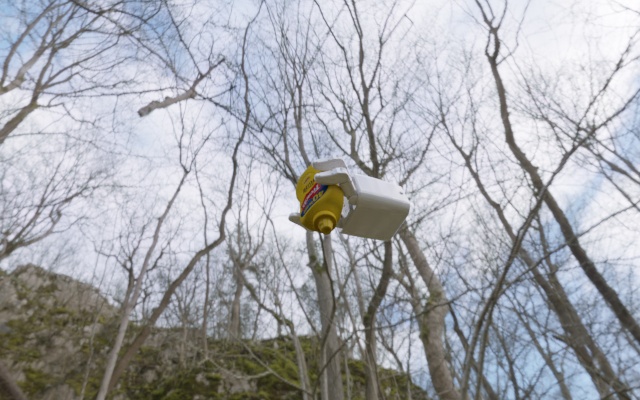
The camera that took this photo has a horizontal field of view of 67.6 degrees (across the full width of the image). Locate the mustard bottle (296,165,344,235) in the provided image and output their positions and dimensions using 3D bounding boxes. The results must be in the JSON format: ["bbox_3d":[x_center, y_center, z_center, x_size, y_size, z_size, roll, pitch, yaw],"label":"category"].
[{"bbox_3d":[0.000,0.003,0.877,0.058,0.096,0.191,35,20,-24],"label":"mustard bottle"}]
